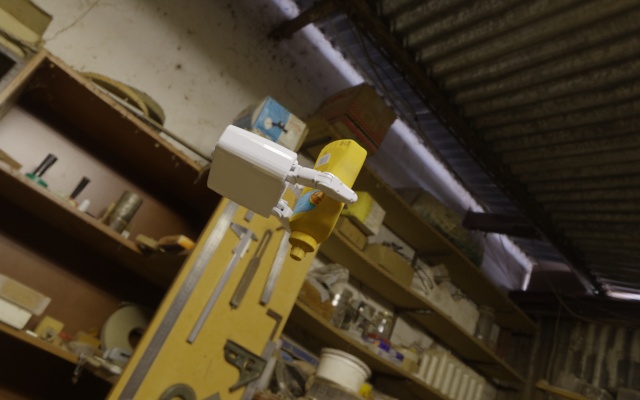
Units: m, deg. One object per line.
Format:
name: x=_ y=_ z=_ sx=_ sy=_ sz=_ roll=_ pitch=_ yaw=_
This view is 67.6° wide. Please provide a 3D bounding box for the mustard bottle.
mustard bottle: x=0.000 y=0.002 z=0.709 sx=0.058 sy=0.191 sz=0.096 roll=37 pitch=-28 yaw=-23
